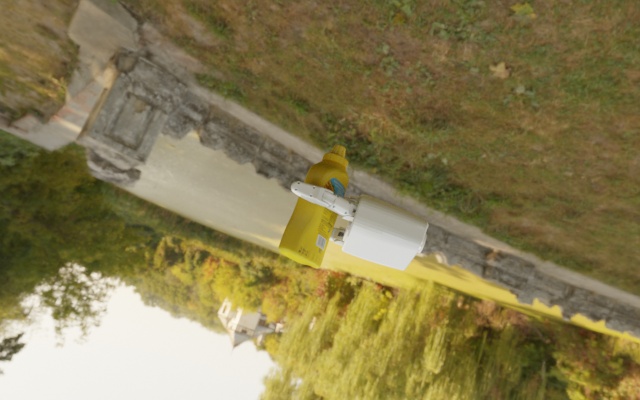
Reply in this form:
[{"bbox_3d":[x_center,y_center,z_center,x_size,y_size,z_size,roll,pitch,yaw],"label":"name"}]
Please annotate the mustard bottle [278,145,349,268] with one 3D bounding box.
[{"bbox_3d":[0.000,0.003,0.735,0.058,0.191,0.096,14,-15,28],"label":"mustard bottle"}]
